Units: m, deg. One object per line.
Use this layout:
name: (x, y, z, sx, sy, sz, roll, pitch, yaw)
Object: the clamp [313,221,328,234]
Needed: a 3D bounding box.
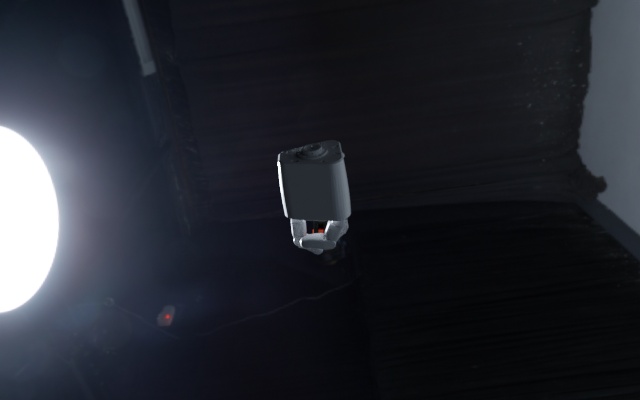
clamp: (0.000, 0.003, 0.890, 0.039, 0.120, 0.171, -7, 30, 1)
